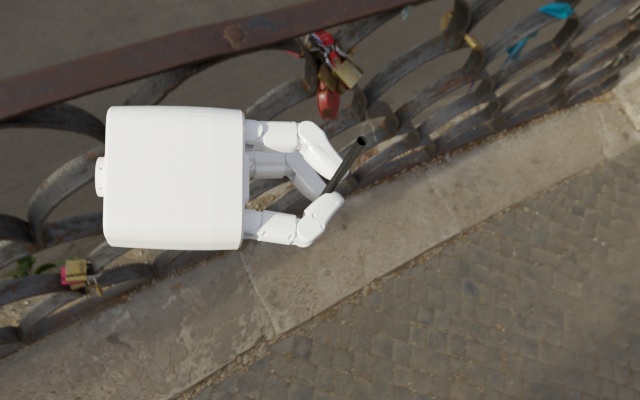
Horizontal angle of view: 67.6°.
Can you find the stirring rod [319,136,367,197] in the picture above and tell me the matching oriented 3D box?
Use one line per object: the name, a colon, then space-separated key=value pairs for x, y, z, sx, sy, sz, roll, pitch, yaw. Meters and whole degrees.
stirring rod: x=0.000 y=0.002 z=0.455 sx=0.011 sy=0.011 sz=0.240 roll=0 pitch=-22 yaw=-16
